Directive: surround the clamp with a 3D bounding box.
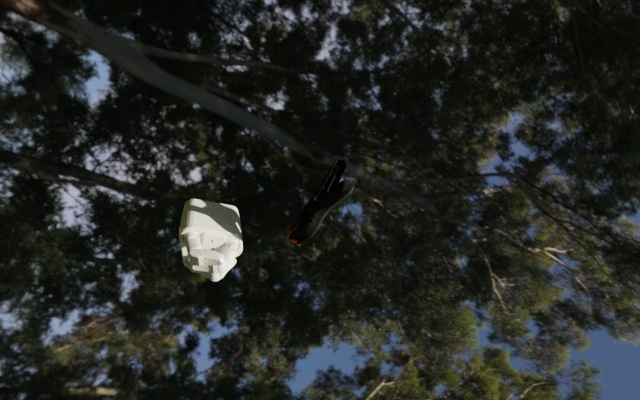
[{"bbox_3d":[0.001,0.003,0.839,0.039,0.171,0.120,36,27,-12],"label":"clamp"}]
